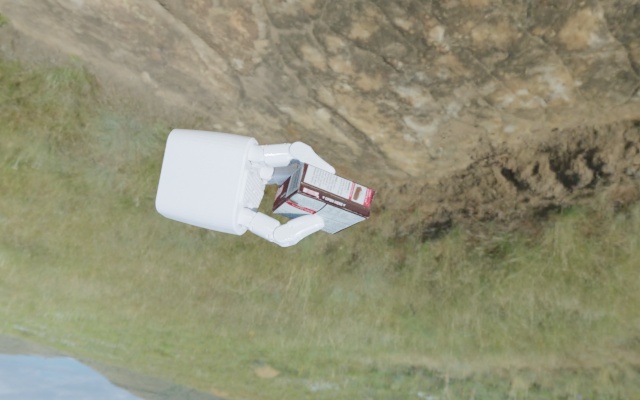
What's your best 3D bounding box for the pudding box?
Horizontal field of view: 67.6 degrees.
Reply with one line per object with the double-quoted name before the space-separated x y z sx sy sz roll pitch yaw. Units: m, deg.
"pudding box" 0.000 0.002 0.566 0.090 0.039 0.113 20 -18 -15
